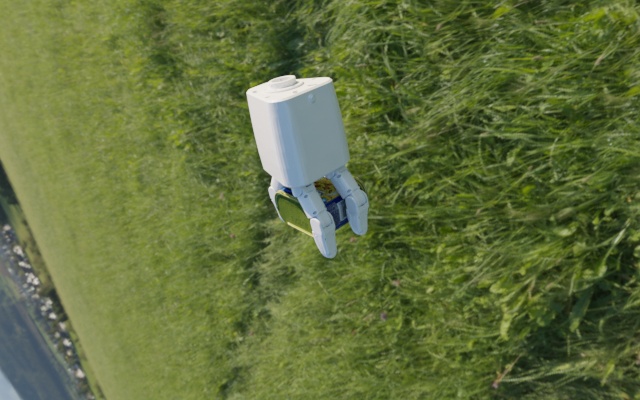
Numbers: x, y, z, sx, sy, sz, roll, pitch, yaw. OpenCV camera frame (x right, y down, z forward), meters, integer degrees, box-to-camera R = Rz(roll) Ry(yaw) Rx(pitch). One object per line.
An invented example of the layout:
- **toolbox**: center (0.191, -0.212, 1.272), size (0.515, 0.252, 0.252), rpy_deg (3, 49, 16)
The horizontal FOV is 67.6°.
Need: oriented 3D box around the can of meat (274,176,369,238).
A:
- **can of meat**: center (0.000, 0.002, 0.646), size (0.084, 0.057, 0.102), rpy_deg (-30, 35, -33)
